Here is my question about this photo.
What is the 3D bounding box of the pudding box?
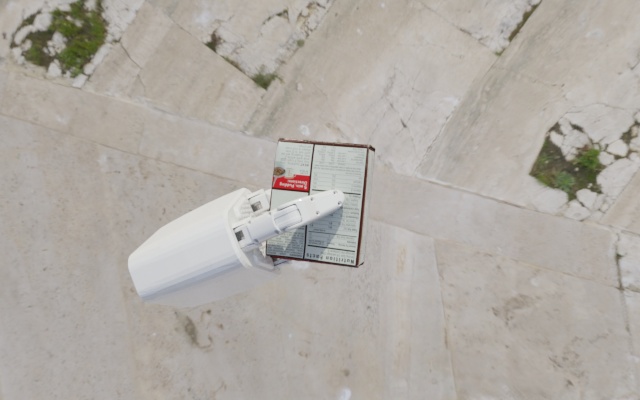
[{"bbox_3d":[0.000,0.001,0.444,0.090,0.113,0.039,6,3,12],"label":"pudding box"}]
